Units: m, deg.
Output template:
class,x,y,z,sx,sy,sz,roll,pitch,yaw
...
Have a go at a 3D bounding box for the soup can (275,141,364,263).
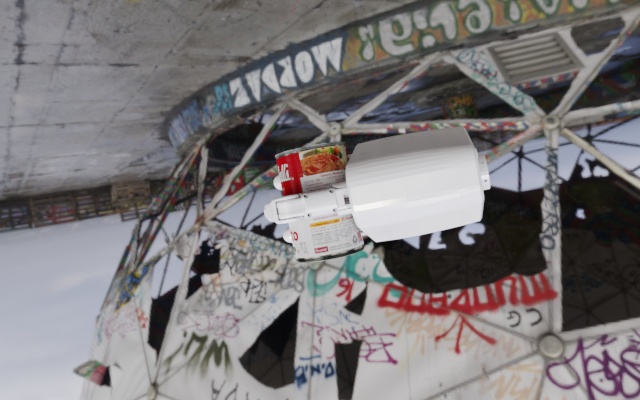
class,x,y,z,sx,sy,sz,roll,pitch,yaw
soup can,0.000,0.002,0.450,0.068,0.102,0.068,-11,1,0
